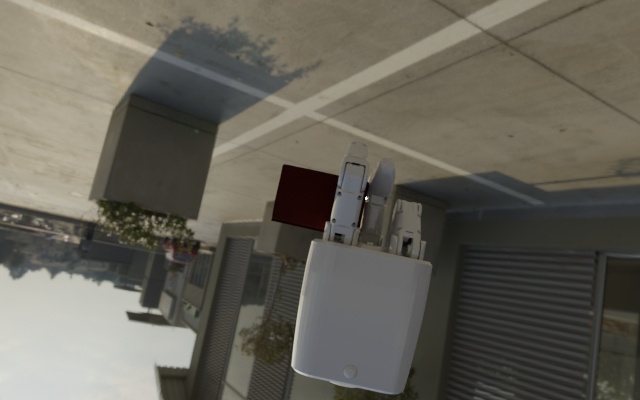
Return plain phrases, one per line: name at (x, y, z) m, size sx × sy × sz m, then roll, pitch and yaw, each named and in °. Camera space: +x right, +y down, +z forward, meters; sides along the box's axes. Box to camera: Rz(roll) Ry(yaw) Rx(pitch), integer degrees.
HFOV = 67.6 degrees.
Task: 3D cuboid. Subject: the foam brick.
foam brick at (0.000, 0.001, 0.427) m, size 0.078 × 0.051 × 0.053 m, roll 12°, pitch 0°, yaw 2°
